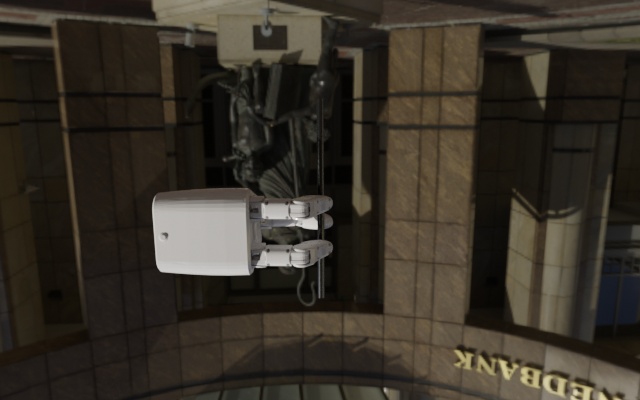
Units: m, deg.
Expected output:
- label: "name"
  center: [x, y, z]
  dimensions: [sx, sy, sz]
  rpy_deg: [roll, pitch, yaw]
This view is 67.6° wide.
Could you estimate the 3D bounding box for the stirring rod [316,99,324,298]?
- label: "stirring rod"
  center: [0.000, 0.002, 0.569]
  dimensions: [0.011, 0.239, 0.011]
  rpy_deg: [0, 11, 0]
